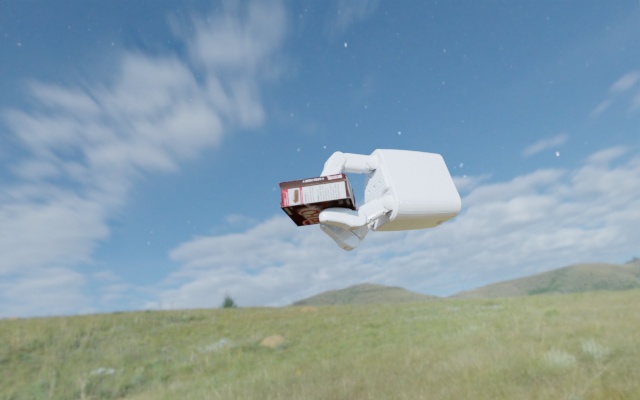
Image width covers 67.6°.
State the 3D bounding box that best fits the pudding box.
[{"bbox_3d":[0.000,0.002,0.641,0.090,0.039,0.113,-9,-19,7],"label":"pudding box"}]
